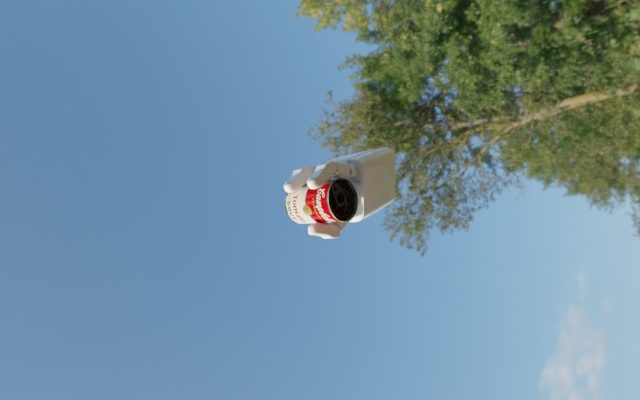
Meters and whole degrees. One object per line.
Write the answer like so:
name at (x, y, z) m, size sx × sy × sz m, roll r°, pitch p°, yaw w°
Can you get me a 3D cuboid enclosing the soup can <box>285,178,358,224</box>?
soup can at (0.000, 0.003, 0.768) m, size 0.068 × 0.068 × 0.102 m, roll 0°, pitch -4°, yaw -45°
